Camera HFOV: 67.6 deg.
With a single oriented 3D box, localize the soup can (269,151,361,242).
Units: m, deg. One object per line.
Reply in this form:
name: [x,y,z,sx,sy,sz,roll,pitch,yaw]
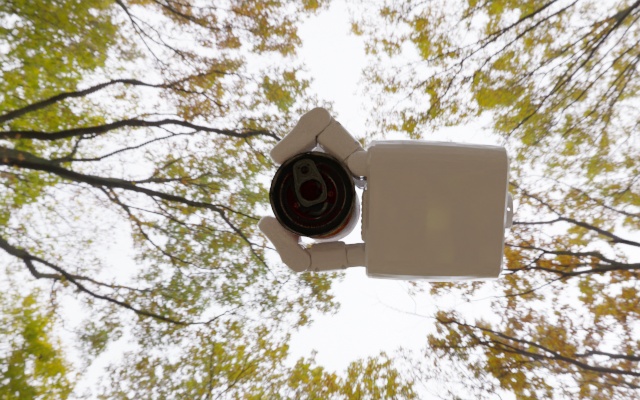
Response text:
soup can: [0.000,0.002,0.417,0.068,0.068,0.102,0,-8,8]
